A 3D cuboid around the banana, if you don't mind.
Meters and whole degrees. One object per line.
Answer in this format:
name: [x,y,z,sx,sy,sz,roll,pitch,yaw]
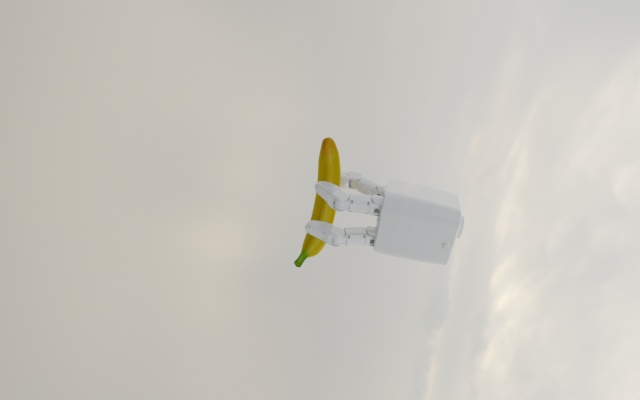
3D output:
banana: [0.004,0.003,0.719,0.037,0.198,0.069,14,11,13]
